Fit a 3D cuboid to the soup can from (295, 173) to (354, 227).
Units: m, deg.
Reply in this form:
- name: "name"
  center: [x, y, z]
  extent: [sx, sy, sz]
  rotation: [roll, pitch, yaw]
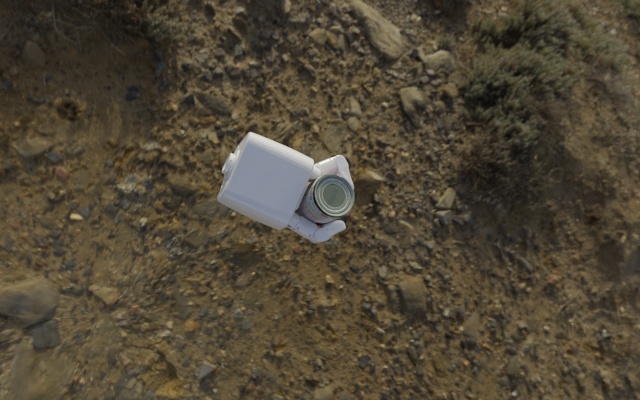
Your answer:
- name: "soup can"
  center: [0.001, 0.003, 0.734]
  extent: [0.068, 0.068, 0.102]
  rotation: [0, -12, -25]
